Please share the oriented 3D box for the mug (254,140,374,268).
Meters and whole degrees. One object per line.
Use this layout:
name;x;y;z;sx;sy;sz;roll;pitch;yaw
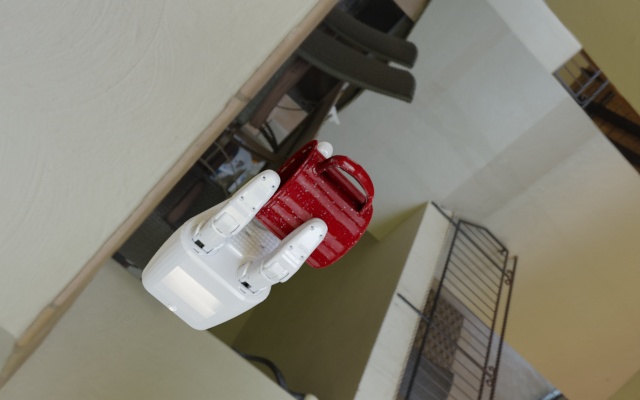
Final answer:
mug;0.001;0.001;0.422;0.117;0.081;0.093;-35;18;42
